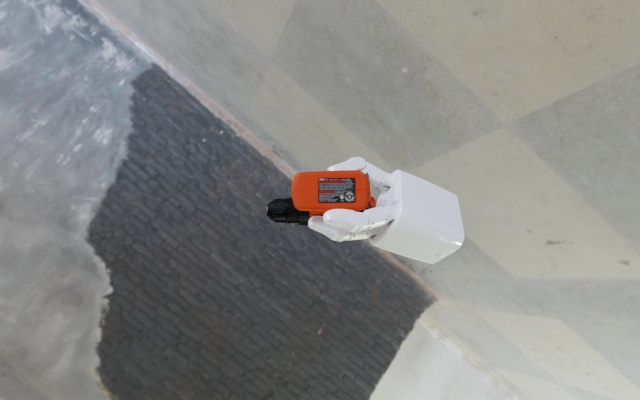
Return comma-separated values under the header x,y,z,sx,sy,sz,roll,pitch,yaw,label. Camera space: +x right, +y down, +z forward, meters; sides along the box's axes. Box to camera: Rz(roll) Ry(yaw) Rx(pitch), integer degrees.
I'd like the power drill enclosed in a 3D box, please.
x,y,z,sx,sy,sz,roll,pitch,yaw,label
0.000,0.002,0.725,0.184,0.057,0.188,-3,-9,1,power drill
